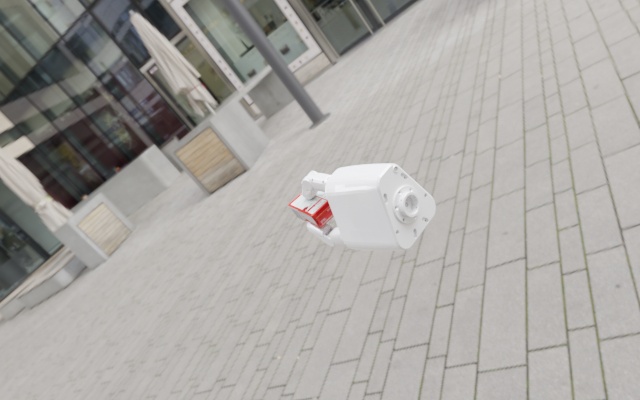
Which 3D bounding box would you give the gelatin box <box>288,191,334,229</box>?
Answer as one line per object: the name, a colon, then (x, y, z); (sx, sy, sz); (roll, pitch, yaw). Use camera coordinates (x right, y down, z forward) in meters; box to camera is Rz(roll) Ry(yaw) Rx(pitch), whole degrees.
gelatin box: (0.000, 0.002, 0.752); (0.073, 0.030, 0.089); (-42, 27, -15)
